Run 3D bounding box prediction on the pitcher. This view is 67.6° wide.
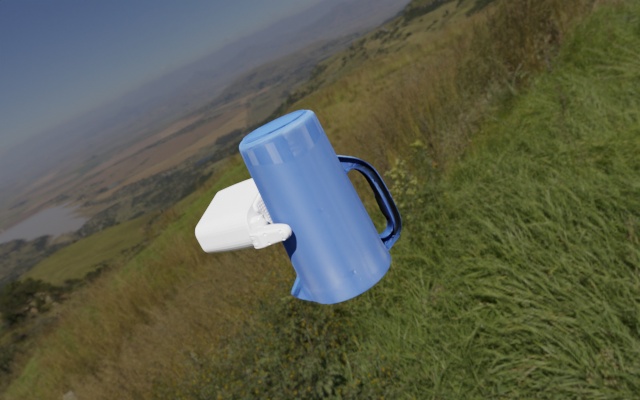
[{"bbox_3d":[0.000,0.002,0.648,0.145,0.243,0.149,-14,21,31],"label":"pitcher"}]
